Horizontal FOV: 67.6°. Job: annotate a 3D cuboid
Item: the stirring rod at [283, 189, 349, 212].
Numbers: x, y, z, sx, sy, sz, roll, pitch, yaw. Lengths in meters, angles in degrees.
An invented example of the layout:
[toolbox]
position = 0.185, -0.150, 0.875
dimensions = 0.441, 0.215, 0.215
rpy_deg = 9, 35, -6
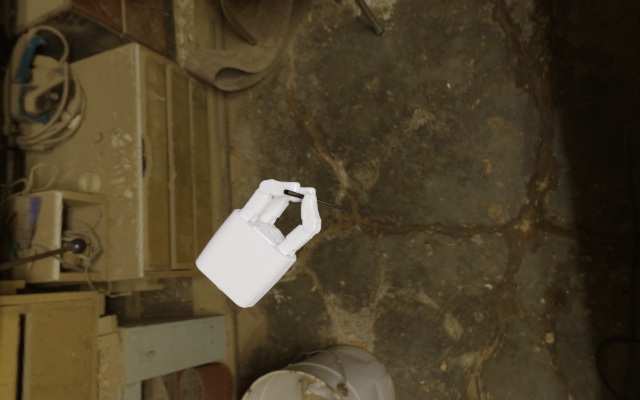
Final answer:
[stirring rod]
position = 0.000, 0.003, 0.761
dimensions = 0.011, 0.011, 0.239
rpy_deg = 0, -7, 23
